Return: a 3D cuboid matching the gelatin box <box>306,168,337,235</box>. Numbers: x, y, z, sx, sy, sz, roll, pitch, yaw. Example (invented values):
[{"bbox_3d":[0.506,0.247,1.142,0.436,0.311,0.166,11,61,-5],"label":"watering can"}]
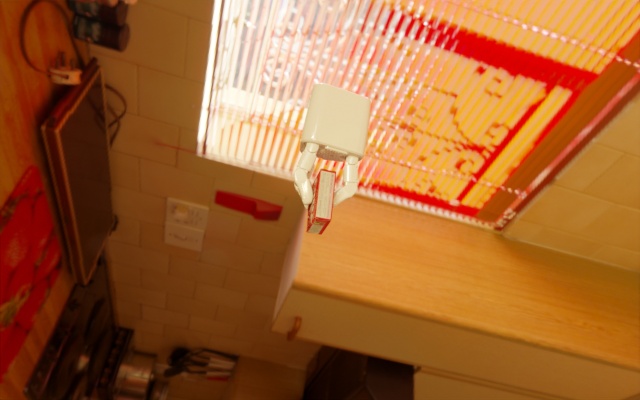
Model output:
[{"bbox_3d":[0.001,0.003,0.782,0.030,0.089,0.073,10,-23,-9],"label":"gelatin box"}]
